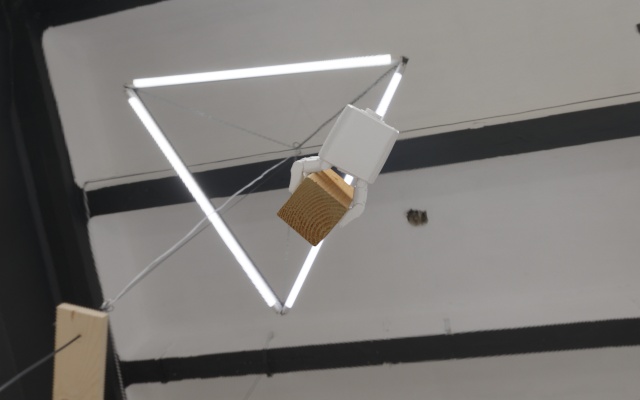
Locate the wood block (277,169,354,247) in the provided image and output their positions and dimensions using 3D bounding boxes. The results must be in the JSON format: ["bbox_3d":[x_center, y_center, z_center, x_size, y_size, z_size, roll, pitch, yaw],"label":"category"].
[{"bbox_3d":[0.001,0.003,0.896,0.091,0.090,0.206,40,13,1],"label":"wood block"}]
